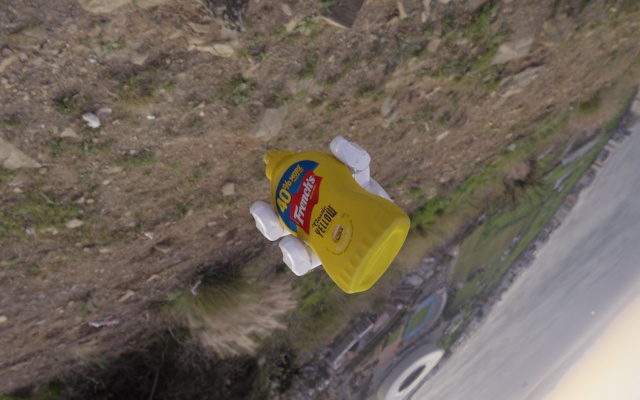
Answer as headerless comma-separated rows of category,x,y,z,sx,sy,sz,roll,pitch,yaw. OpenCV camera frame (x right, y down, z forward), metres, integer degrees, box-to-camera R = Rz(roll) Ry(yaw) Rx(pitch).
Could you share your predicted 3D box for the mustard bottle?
mustard bottle,0.000,0.002,0.510,0.058,0.096,0.191,0,35,-49
